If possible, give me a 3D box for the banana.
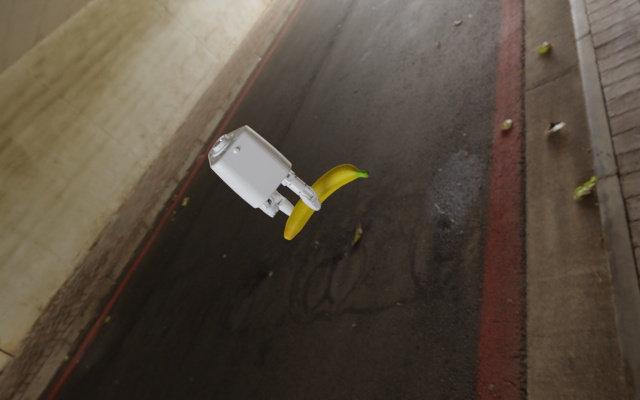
[{"bbox_3d":[-0.001,-0.008,0.901,0.037,0.198,0.069,44,11,-27],"label":"banana"}]
